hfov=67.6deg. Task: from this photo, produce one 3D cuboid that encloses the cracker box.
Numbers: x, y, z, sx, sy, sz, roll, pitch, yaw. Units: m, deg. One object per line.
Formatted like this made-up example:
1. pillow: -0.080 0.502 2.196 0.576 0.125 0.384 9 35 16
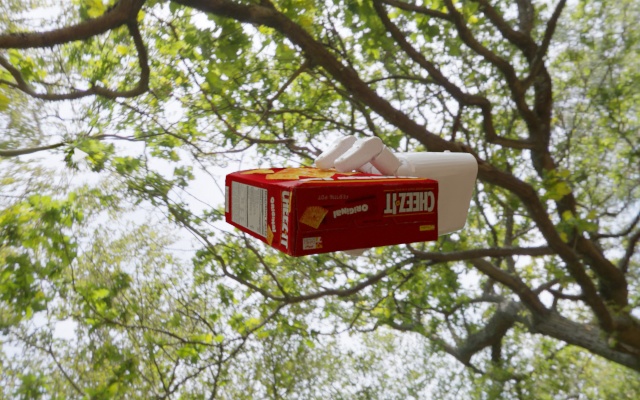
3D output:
1. cracker box: 0.000 0.002 0.536 0.164 0.072 0.213 -4 7 -27
